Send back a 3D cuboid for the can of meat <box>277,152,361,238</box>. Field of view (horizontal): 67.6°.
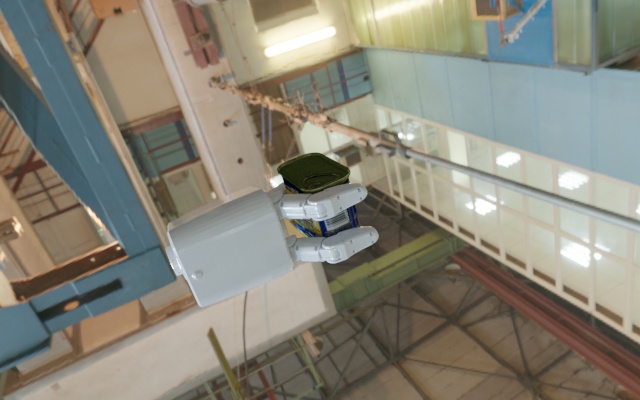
[{"bbox_3d":[0.000,0.002,0.540,0.057,0.084,0.102,-24,28,-18],"label":"can of meat"}]
